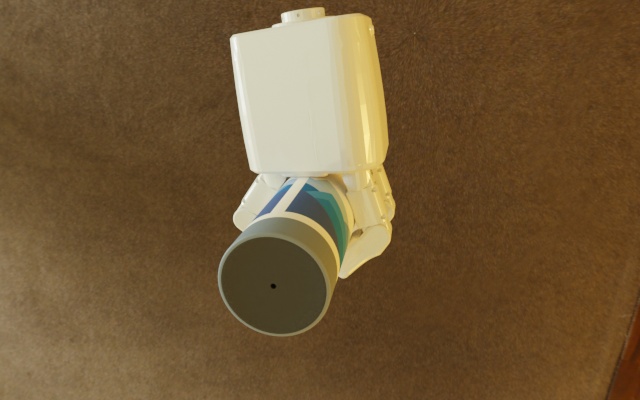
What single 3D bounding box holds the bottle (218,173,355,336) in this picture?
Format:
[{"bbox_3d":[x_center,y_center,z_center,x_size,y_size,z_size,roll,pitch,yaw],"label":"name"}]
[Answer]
[{"bbox_3d":[0.000,0.001,0.406,0.069,0.069,0.295,0,19,11],"label":"bottle"}]
